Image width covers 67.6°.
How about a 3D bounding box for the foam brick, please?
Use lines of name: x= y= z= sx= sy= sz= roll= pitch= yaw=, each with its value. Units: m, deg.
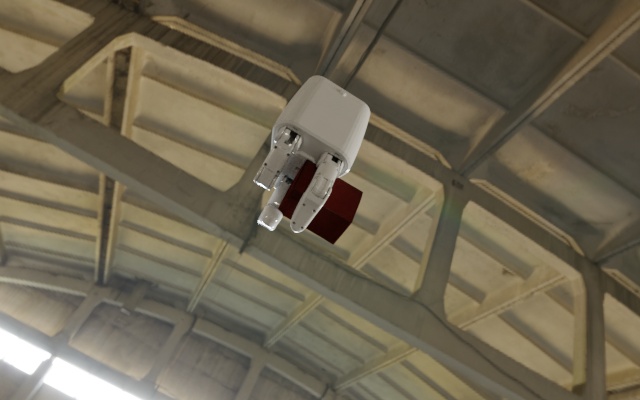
foam brick: x=0.000 y=0.002 z=0.548 sx=0.078 sy=0.051 sz=0.053 roll=31 pitch=-41 yaw=-7
